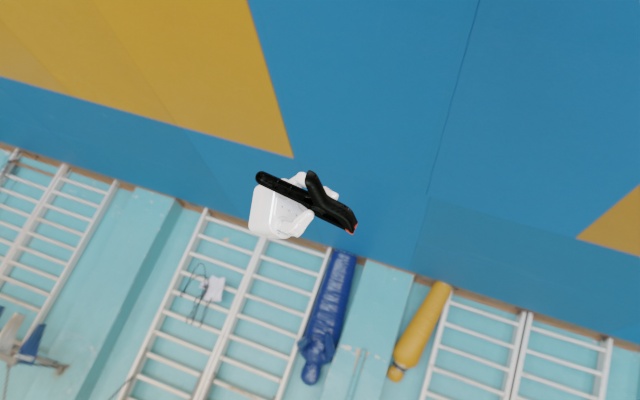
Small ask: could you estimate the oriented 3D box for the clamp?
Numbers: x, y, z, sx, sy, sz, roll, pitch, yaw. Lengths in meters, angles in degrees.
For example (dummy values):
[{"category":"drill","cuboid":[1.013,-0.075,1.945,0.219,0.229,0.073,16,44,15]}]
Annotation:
[{"category":"clamp","cuboid":[0.000,0.004,0.857,0.210,0.036,0.164,33,-17,-28]}]
